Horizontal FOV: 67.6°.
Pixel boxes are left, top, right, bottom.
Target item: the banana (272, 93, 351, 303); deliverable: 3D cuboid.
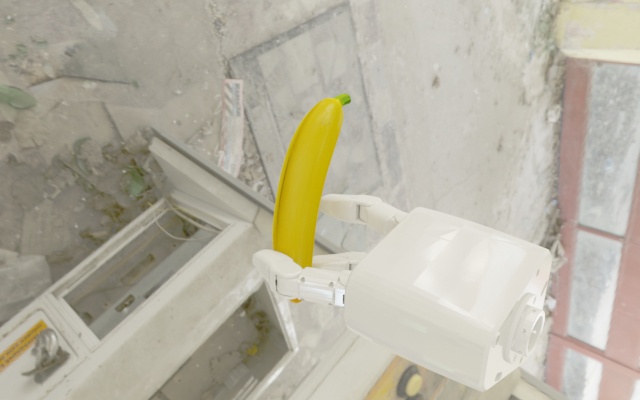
[{"bbox_3d":[-0.010,-0.005,0.411,0.037,0.198,0.069,15,1,36],"label":"banana"}]
